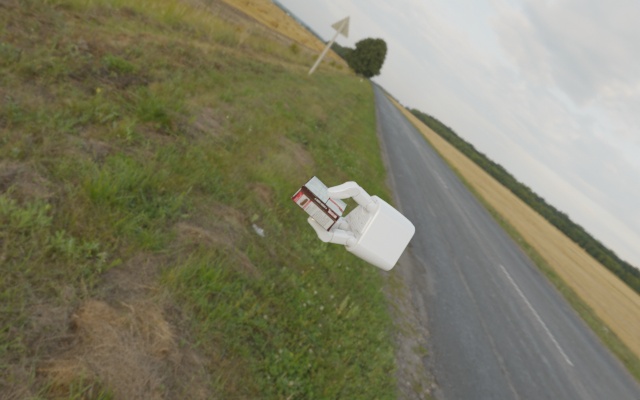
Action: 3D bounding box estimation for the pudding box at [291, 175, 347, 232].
[{"bbox_3d":[0.000,0.003,0.878,0.090,0.039,0.113,41,13,-1],"label":"pudding box"}]
